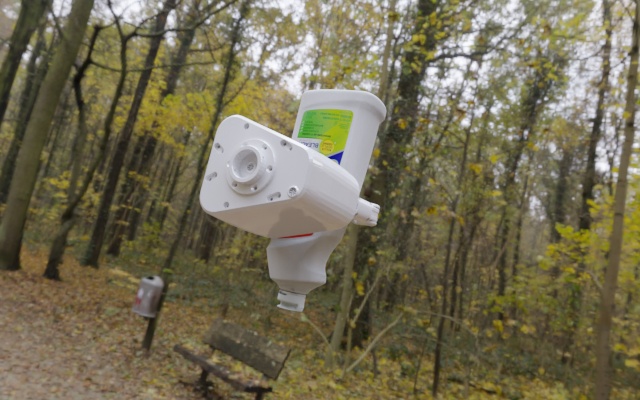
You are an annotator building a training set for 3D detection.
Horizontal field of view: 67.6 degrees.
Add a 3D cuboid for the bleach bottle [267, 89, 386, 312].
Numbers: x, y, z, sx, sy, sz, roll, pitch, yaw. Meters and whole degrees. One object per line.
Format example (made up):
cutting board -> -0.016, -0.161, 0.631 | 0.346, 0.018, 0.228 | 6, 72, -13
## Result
bleach bottle -> 0.000, 0.002, 0.548 | 0.102, 0.251, 0.068 | 9, -9, 28
